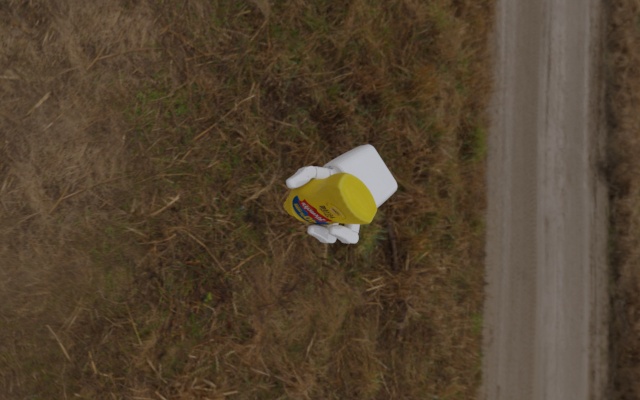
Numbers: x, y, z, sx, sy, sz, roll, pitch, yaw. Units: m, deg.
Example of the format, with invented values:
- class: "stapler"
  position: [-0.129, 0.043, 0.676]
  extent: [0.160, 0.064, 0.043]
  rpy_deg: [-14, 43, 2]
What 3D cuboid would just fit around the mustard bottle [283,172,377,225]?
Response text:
- class: "mustard bottle"
  position: [0.000, 0.003, 0.829]
  extent: [0.191, 0.058, 0.096]
  rpy_deg: [-6, -44, 49]
